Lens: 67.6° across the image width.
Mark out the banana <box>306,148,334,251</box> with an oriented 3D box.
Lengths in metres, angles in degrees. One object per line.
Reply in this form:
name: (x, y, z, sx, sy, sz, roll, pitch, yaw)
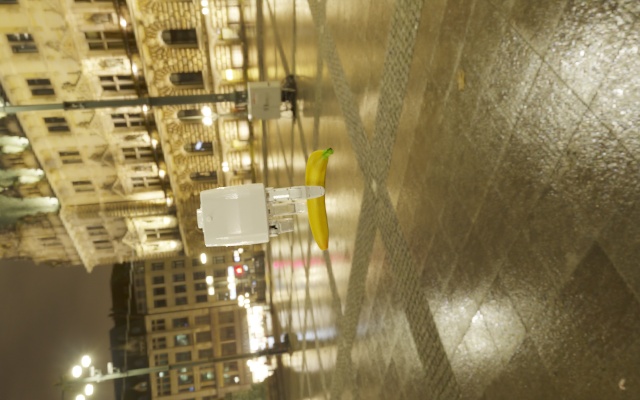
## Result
banana: (-0.005, -0.008, 0.854, 0.037, 0.198, 0.069, -6, 26, -14)
